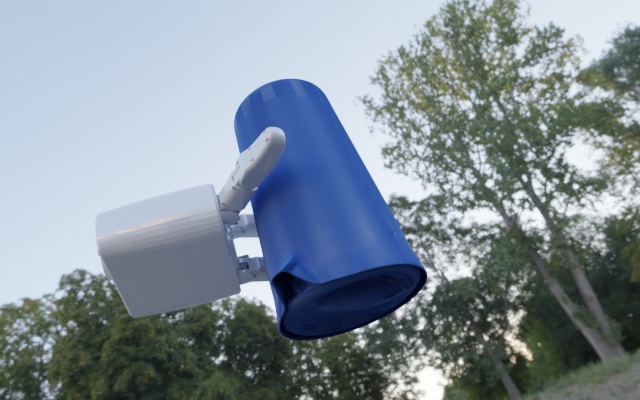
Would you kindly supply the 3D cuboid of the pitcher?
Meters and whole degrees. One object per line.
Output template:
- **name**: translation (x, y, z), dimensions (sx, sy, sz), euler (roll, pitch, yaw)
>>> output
- **pitcher**: translation (0.000, 0.002, 0.469), dimensions (0.145, 0.242, 0.149), euler (-15, -32, -9)
